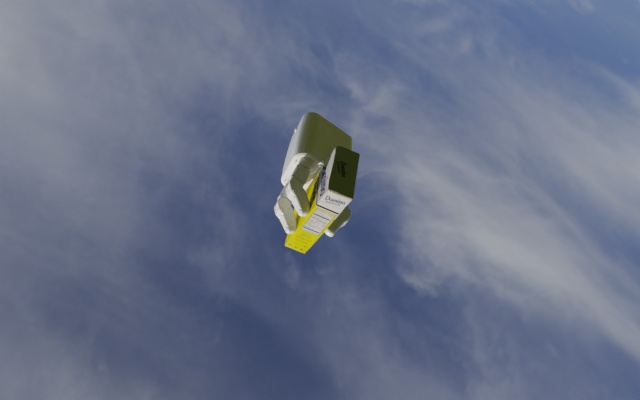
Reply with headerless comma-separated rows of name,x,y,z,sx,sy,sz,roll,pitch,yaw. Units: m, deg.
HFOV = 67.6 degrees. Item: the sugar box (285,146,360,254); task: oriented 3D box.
sugar box,0.000,0.002,0.752,0.048,0.093,0.176,21,-40,-11
